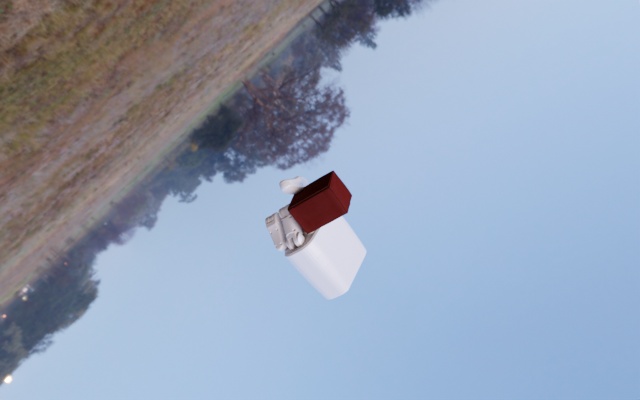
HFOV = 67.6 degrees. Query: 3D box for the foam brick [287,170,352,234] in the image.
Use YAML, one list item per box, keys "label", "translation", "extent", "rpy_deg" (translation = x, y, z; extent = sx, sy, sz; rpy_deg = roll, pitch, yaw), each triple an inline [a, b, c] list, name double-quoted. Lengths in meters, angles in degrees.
- label: "foam brick"
  translation: [0.000, 0.002, 0.706]
  extent: [0.078, 0.051, 0.053]
  rpy_deg: [-29, 21, 26]
